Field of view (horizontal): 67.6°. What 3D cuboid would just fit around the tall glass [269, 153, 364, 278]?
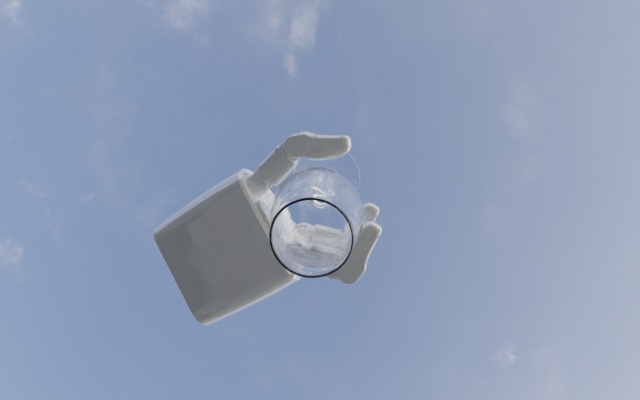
[{"bbox_3d":[0.000,0.001,0.438,0.079,0.079,0.201,0,15,4],"label":"tall glass"}]
